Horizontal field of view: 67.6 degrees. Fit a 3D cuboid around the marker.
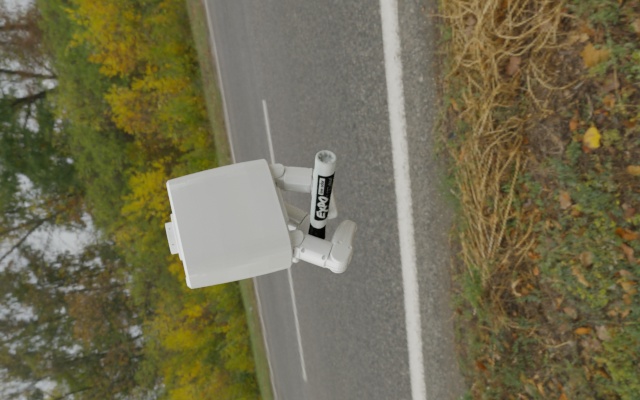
[{"bbox_3d":[0.000,0.002,0.463,0.020,0.020,0.121,0,-41,-6],"label":"marker"}]
